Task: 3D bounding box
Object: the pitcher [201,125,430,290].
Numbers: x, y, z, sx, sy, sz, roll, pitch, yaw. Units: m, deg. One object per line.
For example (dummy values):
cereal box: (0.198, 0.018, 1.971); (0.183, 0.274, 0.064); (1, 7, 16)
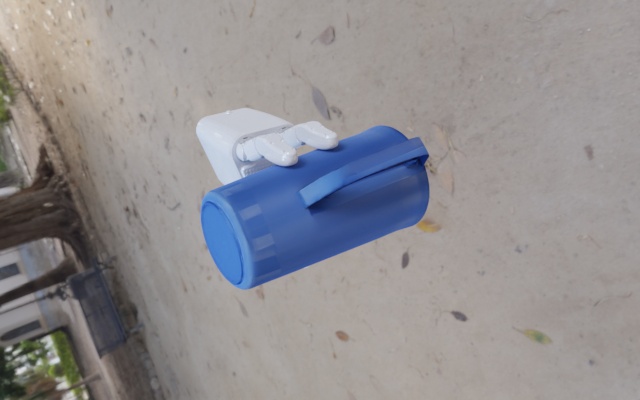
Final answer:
pitcher: (0.000, 0.002, 0.533); (0.243, 0.149, 0.145); (-21, 35, -31)
